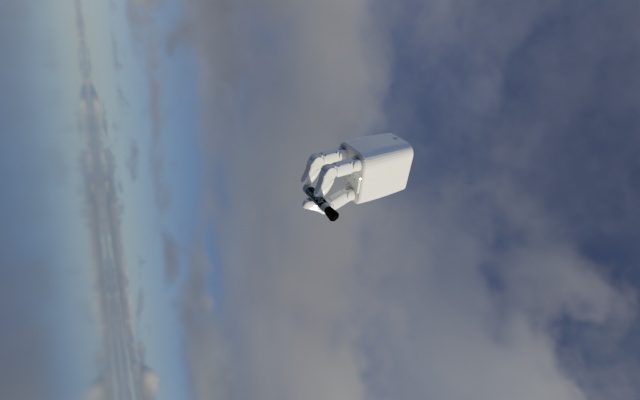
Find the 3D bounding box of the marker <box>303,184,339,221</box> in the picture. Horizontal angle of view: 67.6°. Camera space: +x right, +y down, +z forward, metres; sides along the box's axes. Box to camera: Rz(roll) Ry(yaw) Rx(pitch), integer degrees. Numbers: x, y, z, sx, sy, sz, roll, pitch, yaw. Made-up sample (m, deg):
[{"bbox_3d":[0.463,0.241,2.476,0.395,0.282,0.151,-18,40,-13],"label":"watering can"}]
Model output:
[{"bbox_3d":[0.000,0.003,0.830,0.020,0.020,0.121,0,25,-27],"label":"marker"}]
